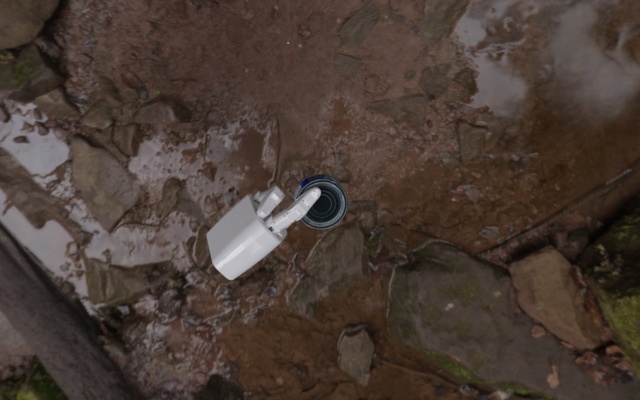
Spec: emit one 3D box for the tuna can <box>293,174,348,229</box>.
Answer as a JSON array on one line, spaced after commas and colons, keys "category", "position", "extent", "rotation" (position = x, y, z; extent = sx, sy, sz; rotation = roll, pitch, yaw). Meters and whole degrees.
[{"category": "tuna can", "position": [0.000, 0.003, 0.769], "extent": [0.086, 0.086, 0.033], "rotation": [0, 15, -8]}]
